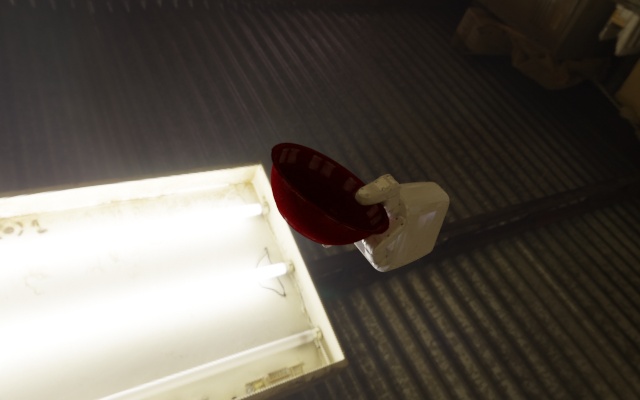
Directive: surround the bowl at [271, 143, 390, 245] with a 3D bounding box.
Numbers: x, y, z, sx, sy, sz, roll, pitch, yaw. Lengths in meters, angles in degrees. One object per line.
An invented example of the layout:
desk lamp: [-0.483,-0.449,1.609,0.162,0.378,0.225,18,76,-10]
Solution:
bowl: [-0.001,0.002,0.560,0.162,0.055,0.162,30,23,-14]
